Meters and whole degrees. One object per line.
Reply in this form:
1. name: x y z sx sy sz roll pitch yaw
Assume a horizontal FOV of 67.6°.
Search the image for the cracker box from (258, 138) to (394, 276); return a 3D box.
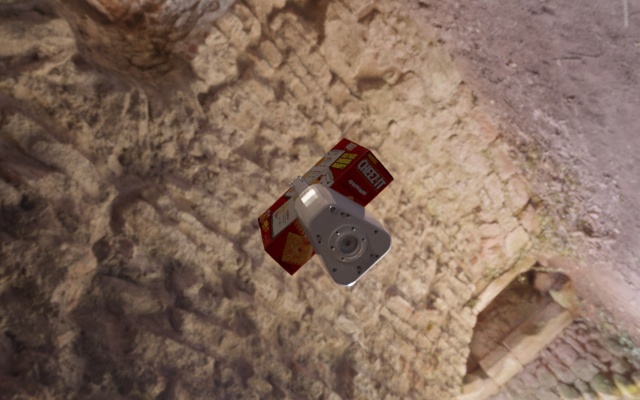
1. cracker box: 0.000 0.003 0.776 0.214 0.072 0.164 -43 18 2
